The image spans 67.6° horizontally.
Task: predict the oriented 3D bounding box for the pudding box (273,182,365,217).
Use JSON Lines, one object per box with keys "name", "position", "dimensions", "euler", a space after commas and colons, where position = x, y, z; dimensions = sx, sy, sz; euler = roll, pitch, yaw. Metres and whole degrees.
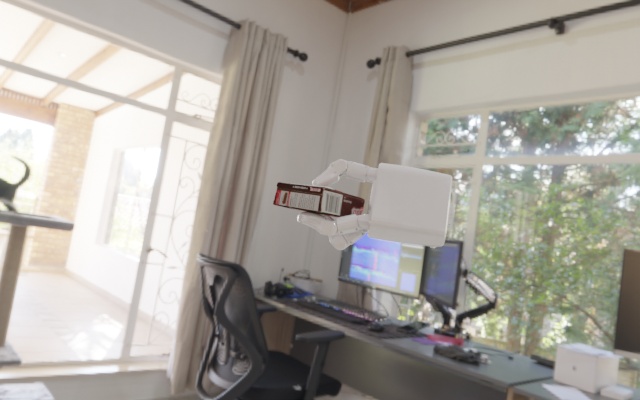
{"name": "pudding box", "position": [0.000, 0.002, 0.715], "dimensions": [0.090, 0.039, 0.113], "euler": [7, -6, 37]}
